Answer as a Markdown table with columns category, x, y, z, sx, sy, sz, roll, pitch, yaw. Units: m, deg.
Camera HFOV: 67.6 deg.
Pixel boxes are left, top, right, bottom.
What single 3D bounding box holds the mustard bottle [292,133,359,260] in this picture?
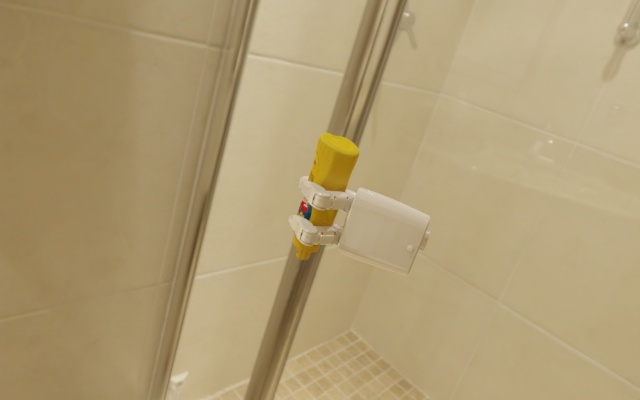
| category | x | y | z | sx | sy | sz | roll | pitch | yaw |
| --- | --- | --- | --- | --- | --- | --- | --- | --- | --- |
| mustard bottle | 0.000 | 0.002 | 0.707 | 0.058 | 0.192 | 0.096 | 12 | 20 | -15 |
